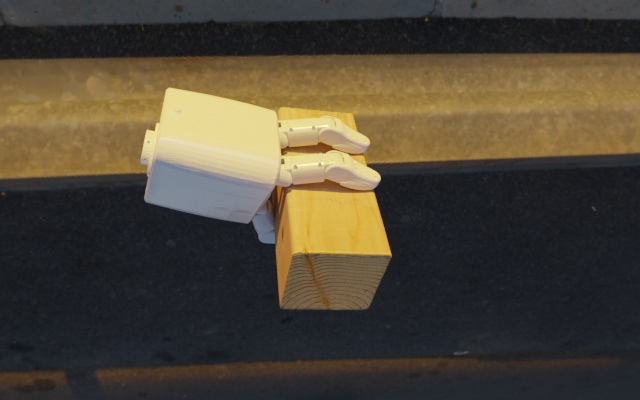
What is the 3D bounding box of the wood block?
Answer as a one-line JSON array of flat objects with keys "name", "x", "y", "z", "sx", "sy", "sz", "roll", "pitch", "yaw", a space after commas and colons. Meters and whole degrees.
[{"name": "wood block", "x": 0.000, "y": 0.002, "z": 0.502, "sx": 0.090, "sy": 0.206, "sz": 0.091, "roll": 3, "pitch": -44, "yaw": -12}]
